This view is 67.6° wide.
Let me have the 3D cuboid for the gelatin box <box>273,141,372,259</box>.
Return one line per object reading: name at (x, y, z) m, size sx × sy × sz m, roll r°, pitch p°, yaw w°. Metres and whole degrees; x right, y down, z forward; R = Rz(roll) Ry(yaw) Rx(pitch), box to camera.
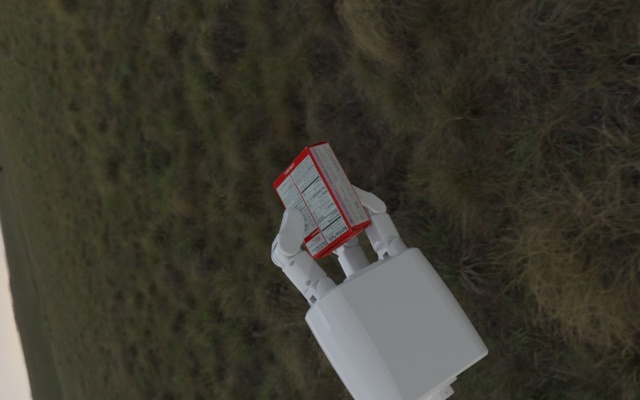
gelatin box at (0.000, 0.001, 0.446) m, size 0.030 × 0.089 × 0.073 m, roll -20°, pitch -14°, yaw -38°
